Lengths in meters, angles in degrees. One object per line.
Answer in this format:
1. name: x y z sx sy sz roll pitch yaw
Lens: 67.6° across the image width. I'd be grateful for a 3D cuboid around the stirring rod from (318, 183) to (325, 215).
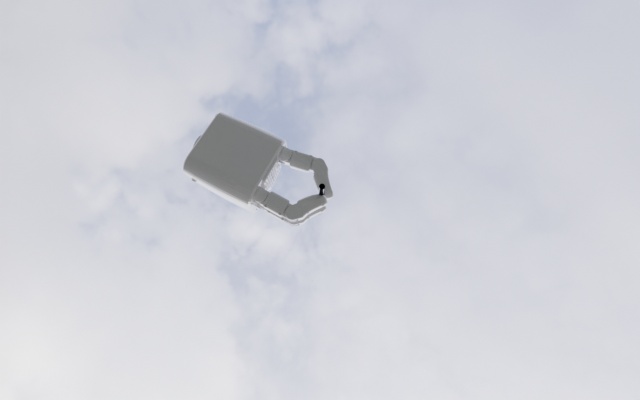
1. stirring rod: 0.000 0.002 0.718 0.011 0.011 0.239 0 -10 -1
